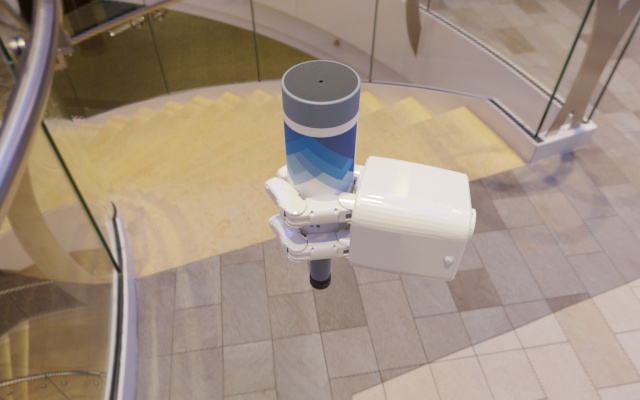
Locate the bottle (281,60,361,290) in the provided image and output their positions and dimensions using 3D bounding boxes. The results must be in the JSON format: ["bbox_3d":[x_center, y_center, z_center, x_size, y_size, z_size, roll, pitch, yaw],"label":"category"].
[{"bbox_3d":[0.000,0.001,0.503,0.069,0.069,0.296,0,-43,0],"label":"bottle"}]
